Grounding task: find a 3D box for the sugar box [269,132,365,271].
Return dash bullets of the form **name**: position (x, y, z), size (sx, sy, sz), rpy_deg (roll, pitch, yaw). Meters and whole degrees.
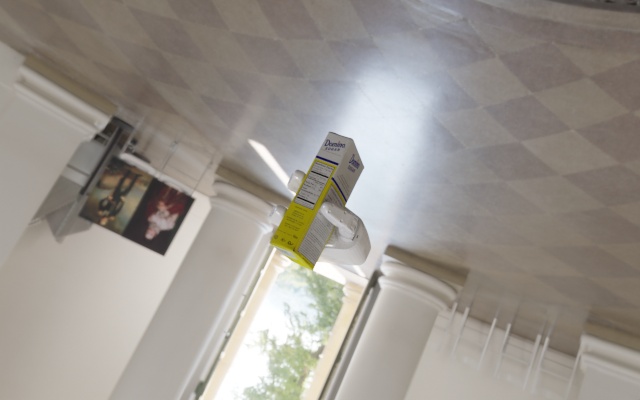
- **sugar box**: position (0.000, 0.002, 0.669), size (0.048, 0.176, 0.093), rpy_deg (19, -16, 22)
